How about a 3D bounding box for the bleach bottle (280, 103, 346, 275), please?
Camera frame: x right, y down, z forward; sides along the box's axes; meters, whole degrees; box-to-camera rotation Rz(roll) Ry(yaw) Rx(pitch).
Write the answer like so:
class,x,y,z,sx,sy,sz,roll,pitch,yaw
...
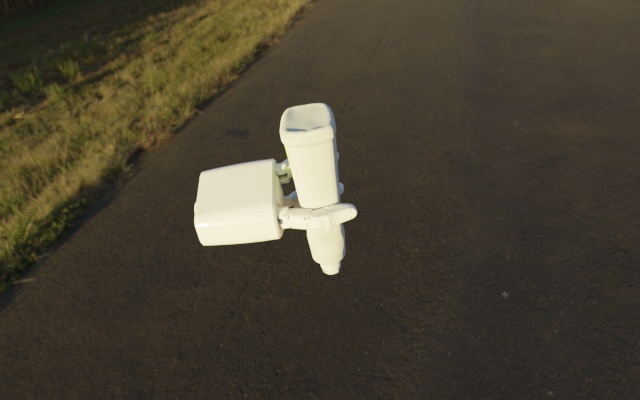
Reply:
class,x,y,z,sx,sy,sz,roll,pitch,yaw
bleach bottle,0.000,0.002,0.652,0.068,0.251,0.102,-8,32,2
